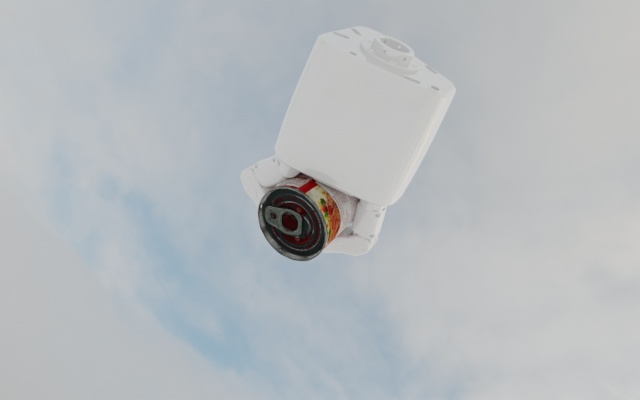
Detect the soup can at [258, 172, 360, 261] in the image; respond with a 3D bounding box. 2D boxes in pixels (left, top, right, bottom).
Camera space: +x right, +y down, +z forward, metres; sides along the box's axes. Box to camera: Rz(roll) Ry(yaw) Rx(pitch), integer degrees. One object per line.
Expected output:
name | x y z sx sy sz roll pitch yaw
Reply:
soup can | 0.000 0.002 0.436 0.068 0.068 0.102 0 22 32
